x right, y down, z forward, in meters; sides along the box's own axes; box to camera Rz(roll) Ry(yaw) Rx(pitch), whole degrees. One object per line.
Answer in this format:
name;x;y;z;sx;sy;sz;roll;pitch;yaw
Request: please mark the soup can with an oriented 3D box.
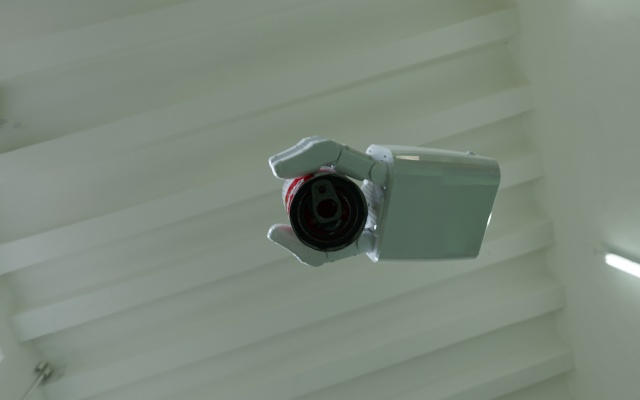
soup can;0.000;0.002;0.451;0.068;0.068;0.102;0;11;-8
